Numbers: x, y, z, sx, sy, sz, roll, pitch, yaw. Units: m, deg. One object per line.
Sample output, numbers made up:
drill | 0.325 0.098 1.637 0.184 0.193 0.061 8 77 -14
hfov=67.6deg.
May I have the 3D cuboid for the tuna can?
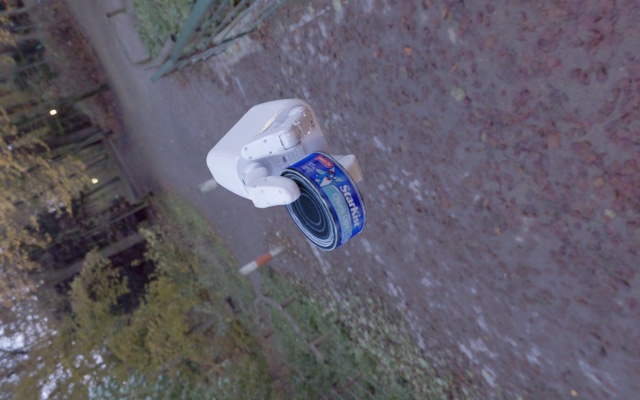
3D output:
tuna can | 0.000 0.002 0.427 0.033 0.086 0.086 -32 15 -25
